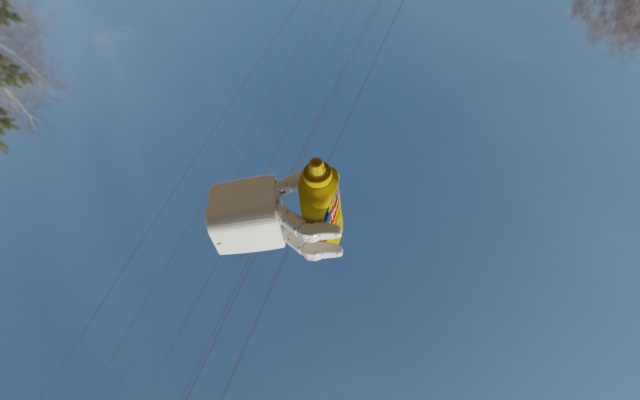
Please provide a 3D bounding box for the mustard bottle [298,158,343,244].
[{"bbox_3d":[0.000,0.003,0.726,0.058,0.096,0.192,12,-33,13],"label":"mustard bottle"}]
